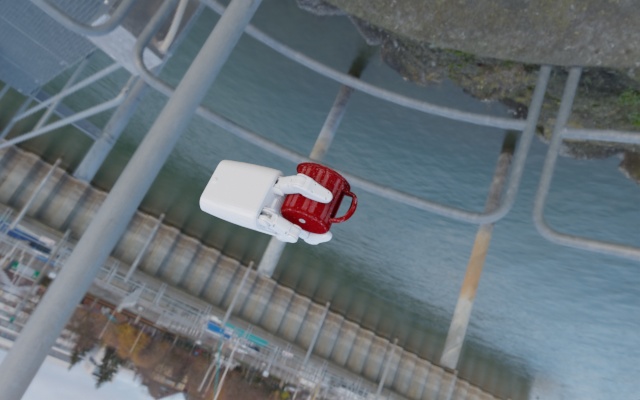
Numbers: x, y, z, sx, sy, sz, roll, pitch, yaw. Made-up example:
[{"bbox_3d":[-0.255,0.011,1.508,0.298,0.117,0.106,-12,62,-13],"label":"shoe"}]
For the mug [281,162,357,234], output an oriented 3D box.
[{"bbox_3d":[0.001,0.003,0.736,0.117,0.081,0.093,15,-23,24],"label":"mug"}]
